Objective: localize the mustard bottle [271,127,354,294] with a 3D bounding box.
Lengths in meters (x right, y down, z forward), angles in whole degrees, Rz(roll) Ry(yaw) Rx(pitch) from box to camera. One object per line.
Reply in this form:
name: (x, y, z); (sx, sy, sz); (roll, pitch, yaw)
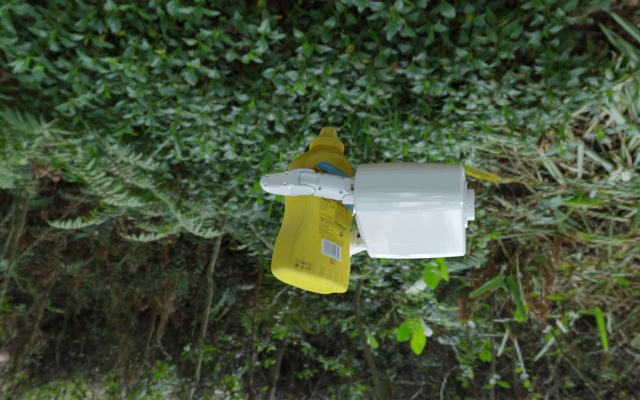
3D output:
mustard bottle: (0.000, 0.002, 0.541); (0.058, 0.191, 0.096); (-14, -30, 40)
